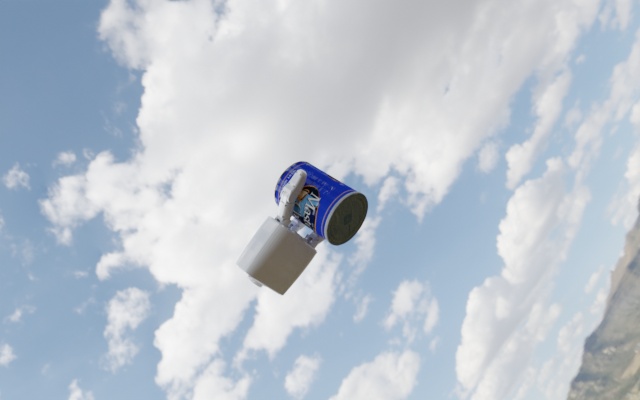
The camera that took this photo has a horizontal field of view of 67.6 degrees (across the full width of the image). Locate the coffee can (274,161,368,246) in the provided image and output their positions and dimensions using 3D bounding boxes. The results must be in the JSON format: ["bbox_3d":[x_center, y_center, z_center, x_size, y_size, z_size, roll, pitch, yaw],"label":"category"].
[{"bbox_3d":[0.000,0.003,0.860,0.140,0.103,0.103,33,20,36],"label":"coffee can"}]
